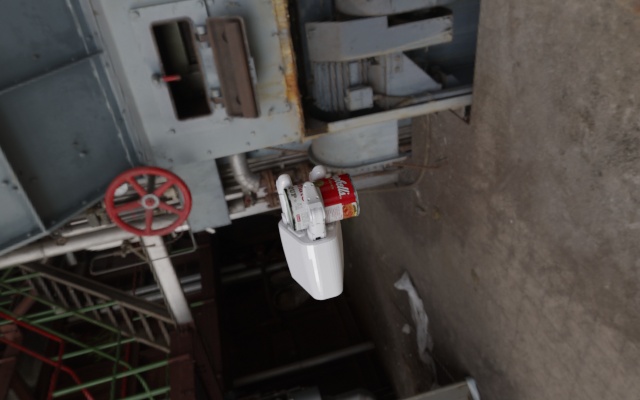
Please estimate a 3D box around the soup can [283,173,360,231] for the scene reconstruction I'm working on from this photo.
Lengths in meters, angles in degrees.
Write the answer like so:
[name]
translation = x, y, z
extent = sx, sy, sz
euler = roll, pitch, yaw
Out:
[soup can]
translation = 0.000, 0.002, 0.723
extent = 0.102, 0.068, 0.068
euler = -13, 2, -8
